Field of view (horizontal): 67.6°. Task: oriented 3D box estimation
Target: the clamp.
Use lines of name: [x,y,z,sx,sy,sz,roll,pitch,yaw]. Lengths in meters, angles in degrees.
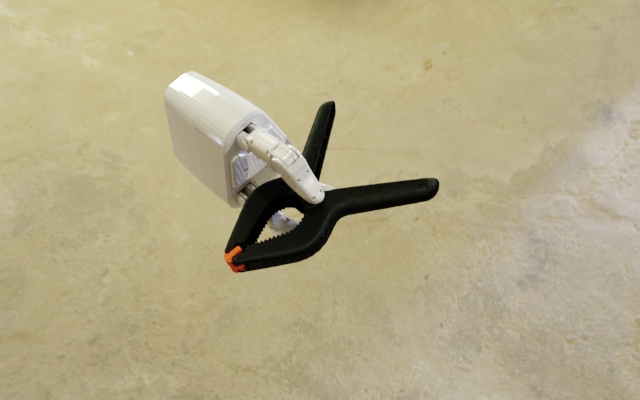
clamp: [-0.001,0.001,0.468,0.164,0.210,0.036,35,-20,27]
